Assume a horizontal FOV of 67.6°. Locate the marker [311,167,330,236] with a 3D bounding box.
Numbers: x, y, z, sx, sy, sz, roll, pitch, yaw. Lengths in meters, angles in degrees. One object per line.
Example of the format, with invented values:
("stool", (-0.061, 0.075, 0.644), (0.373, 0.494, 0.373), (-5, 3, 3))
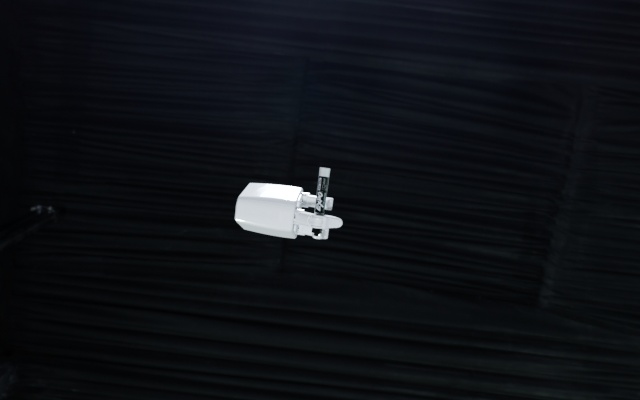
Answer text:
("marker", (0.000, 0.003, 0.840), (0.020, 0.121, 0.020), (7, 3, 0))
